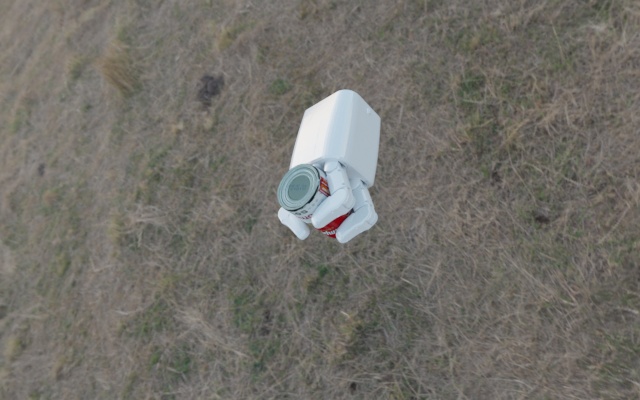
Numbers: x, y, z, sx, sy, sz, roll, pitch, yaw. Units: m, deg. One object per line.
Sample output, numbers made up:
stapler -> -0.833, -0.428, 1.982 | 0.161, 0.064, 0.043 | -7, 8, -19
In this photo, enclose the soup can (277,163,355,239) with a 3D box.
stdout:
soup can -> 0.000, 0.002, 0.633 | 0.068, 0.068, 0.102 | 0, -23, 39
